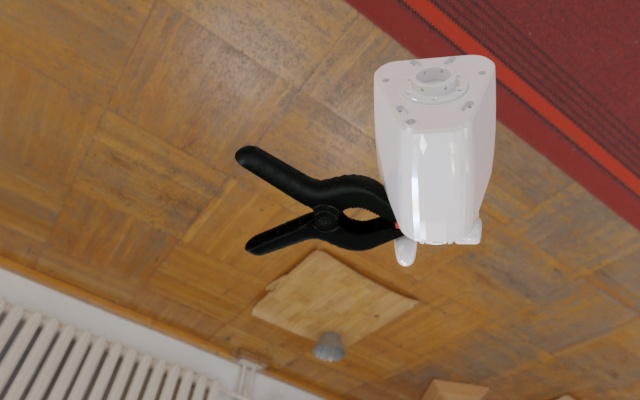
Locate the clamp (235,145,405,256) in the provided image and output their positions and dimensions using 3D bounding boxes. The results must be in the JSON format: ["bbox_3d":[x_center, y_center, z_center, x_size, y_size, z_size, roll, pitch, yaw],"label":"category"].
[{"bbox_3d":[0.000,0.002,0.440,0.171,0.120,0.039,-3,40,10],"label":"clamp"}]
